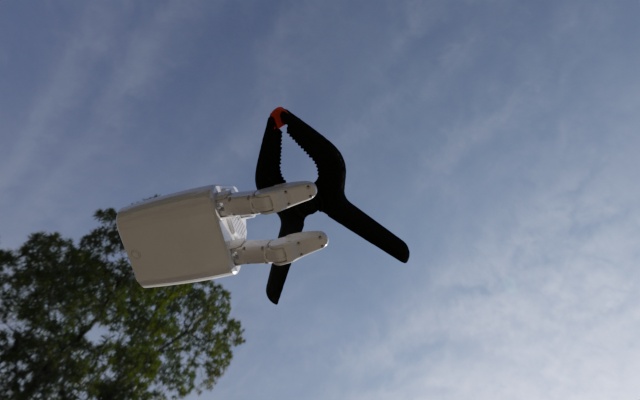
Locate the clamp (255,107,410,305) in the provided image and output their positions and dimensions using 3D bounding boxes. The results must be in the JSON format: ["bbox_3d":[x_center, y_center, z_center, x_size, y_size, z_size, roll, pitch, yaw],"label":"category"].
[{"bbox_3d":[0.000,0.001,0.505,0.164,0.210,0.036,-13,17,2],"label":"clamp"}]
